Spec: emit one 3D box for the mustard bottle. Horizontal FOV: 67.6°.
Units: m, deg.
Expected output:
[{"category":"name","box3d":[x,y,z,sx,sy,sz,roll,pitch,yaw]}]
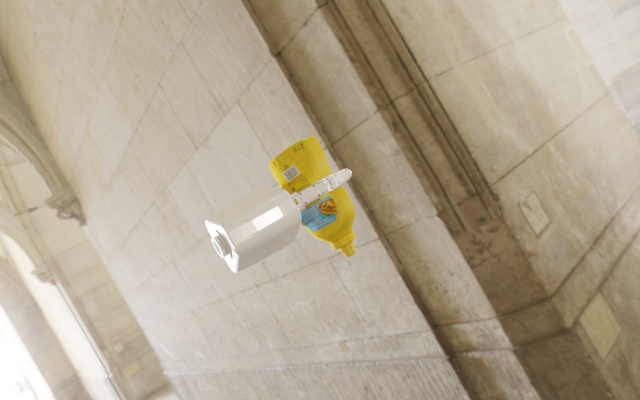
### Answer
[{"category":"mustard bottle","box3d":[0.000,0.002,0.745,0.096,0.191,0.058,-30,0,42]}]
